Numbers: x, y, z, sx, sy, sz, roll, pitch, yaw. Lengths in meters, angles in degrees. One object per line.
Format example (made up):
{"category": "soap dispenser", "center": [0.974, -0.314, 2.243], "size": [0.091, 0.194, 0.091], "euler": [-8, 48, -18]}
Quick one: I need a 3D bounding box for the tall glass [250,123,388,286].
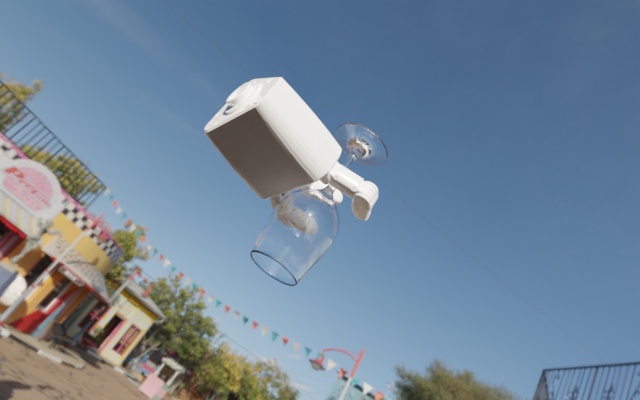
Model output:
{"category": "tall glass", "center": [0.001, 0.001, 0.563], "size": [0.079, 0.201, 0.079], "euler": [27, -27, 15]}
